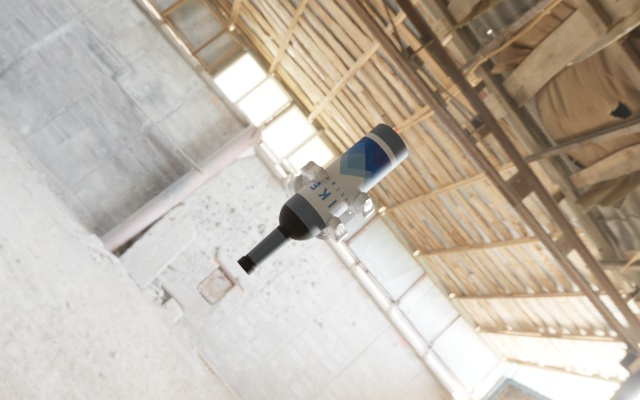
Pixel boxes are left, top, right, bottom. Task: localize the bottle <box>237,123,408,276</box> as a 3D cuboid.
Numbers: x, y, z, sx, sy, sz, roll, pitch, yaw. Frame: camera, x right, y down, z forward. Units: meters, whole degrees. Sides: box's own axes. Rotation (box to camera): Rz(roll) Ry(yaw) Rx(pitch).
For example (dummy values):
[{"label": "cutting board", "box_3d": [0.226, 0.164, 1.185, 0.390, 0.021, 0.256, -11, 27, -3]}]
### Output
[{"label": "bottle", "box_3d": [0.000, 0.002, 0.701, 0.295, 0.069, 0.069, -41, 9, -11]}]
